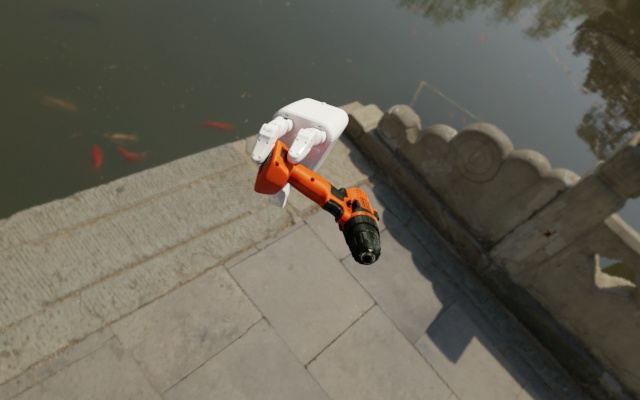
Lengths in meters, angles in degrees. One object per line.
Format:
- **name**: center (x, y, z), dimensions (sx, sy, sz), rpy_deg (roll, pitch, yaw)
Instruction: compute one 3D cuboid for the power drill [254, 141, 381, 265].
- **power drill**: center (0.000, 0.002, 0.671), dimensions (0.188, 0.057, 0.184), rpy_deg (32, 18, -16)
